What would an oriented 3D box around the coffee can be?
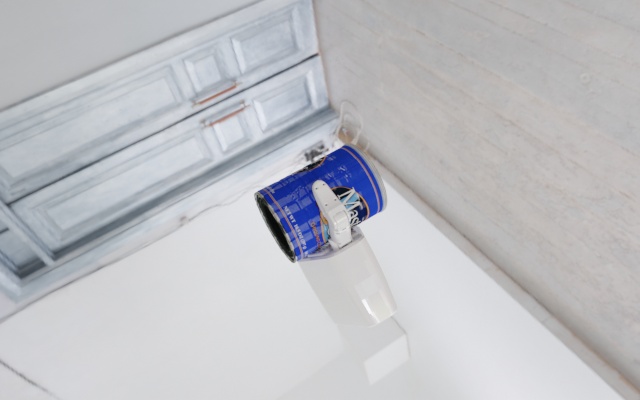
[{"bbox_3d":[0.000,0.002,0.618,0.140,0.103,0.103,-29,8,-15],"label":"coffee can"}]
